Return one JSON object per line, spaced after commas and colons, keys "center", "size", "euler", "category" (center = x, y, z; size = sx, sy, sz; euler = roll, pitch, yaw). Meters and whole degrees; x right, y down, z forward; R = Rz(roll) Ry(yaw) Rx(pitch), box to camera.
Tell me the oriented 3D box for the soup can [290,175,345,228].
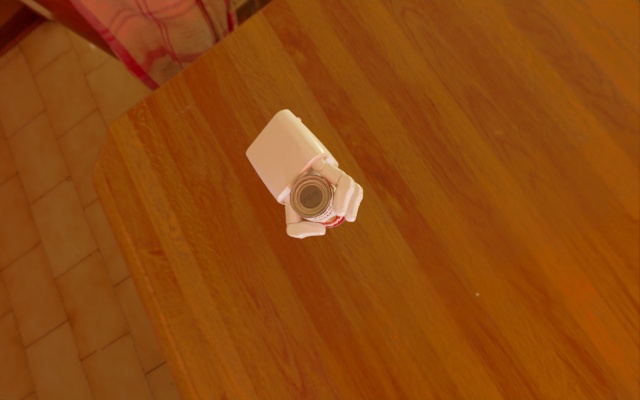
{"center": [0.000, 0.003, 0.750], "size": [0.068, 0.068, 0.102], "euler": [0, -11, 18], "category": "soup can"}
